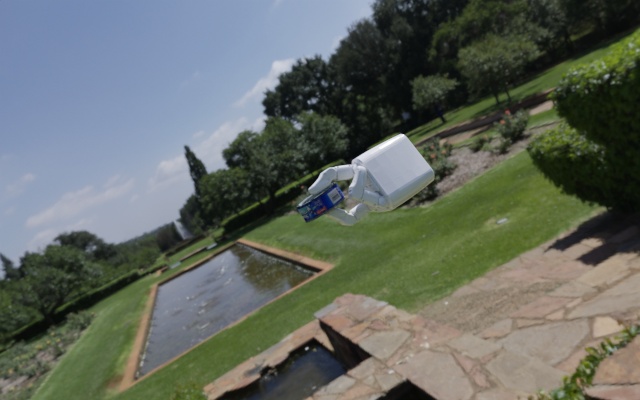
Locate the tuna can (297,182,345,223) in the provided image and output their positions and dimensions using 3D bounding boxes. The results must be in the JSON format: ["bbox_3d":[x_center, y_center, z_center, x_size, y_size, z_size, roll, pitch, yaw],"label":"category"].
[{"bbox_3d":[0.000,0.002,0.866,0.086,0.034,0.086,-32,7,4],"label":"tuna can"}]
